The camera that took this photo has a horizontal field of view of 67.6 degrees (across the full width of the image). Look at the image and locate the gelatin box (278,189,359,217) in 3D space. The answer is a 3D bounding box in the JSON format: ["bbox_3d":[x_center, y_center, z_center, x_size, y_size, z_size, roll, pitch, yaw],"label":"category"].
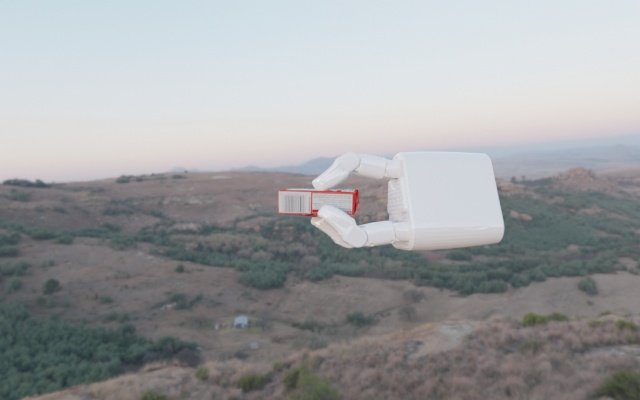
[{"bbox_3d":[0.000,0.001,0.561,0.089,0.030,0.073,2,3,6],"label":"gelatin box"}]
